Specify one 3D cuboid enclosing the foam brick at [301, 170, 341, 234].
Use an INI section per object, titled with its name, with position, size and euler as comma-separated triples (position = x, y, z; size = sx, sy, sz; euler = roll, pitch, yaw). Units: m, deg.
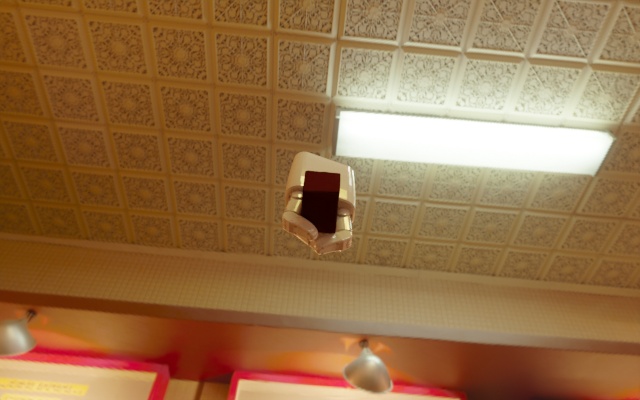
[foam brick]
position = 0.000, 0.002, 0.694
size = 0.053, 0.078, 0.051
euler = 5, 39, 1
